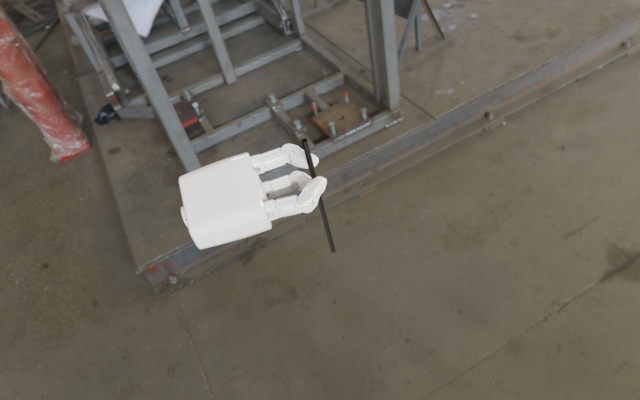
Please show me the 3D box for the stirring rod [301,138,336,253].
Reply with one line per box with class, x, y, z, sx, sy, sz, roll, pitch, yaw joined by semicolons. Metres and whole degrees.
stirring rod;0.000;0.002;0.716;0.011;0.011;0.240;0;-43;14
